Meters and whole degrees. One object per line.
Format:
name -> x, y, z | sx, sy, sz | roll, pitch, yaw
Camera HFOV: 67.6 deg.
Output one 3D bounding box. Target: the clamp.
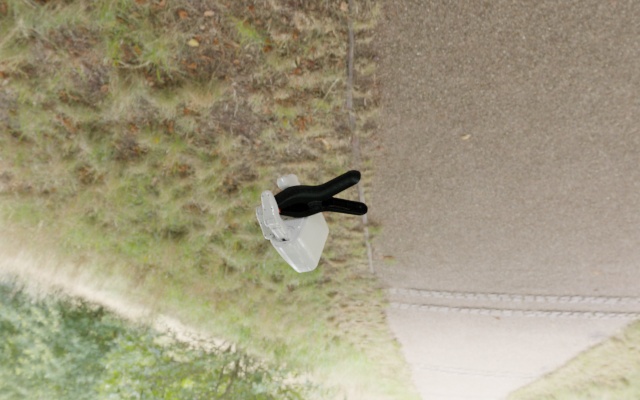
clamp -> 0.000, 0.003, 0.818 | 0.171, 0.039, 0.120 | -11, -39, 16
